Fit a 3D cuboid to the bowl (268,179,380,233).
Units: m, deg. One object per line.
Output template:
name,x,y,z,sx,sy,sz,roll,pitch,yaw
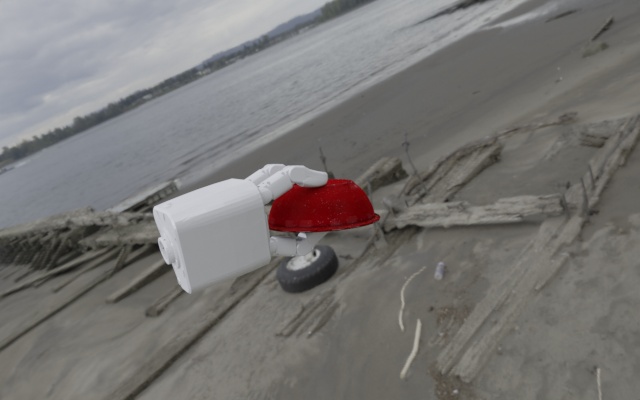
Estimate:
bowl,0.001,0.002,0.657,0.162,0.055,0.162,-3,7,0
